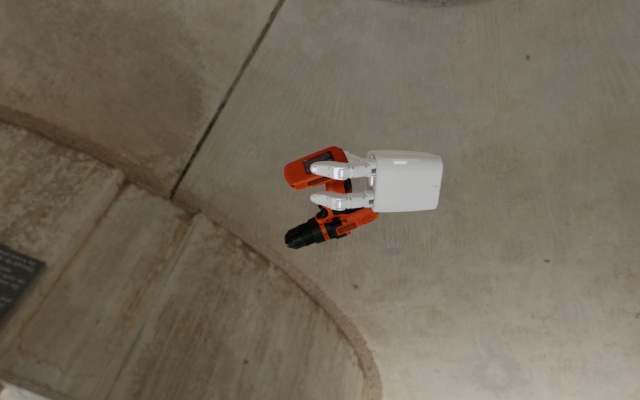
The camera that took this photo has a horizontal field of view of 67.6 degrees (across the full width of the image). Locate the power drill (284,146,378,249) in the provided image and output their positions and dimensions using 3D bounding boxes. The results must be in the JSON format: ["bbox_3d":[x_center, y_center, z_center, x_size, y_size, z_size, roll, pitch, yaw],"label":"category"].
[{"bbox_3d":[0.000,0.002,0.842,0.184,0.057,0.188,-23,-41,1],"label":"power drill"}]
